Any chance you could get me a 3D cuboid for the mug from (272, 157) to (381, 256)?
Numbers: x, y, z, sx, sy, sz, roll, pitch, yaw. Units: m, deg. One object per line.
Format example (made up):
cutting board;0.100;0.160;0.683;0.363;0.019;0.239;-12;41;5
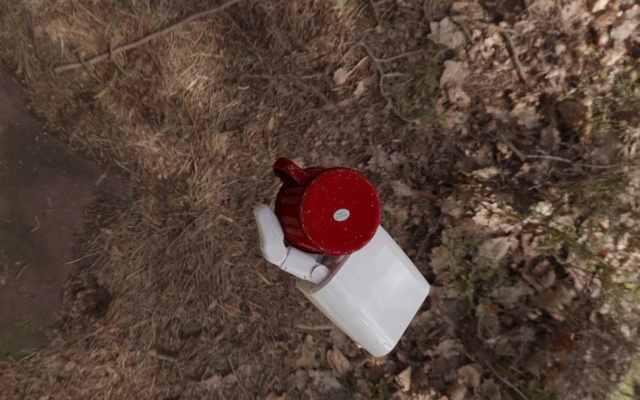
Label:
mug;-0.001;0.000;0.464;0.093;0.117;0.081;-45;11;-12
